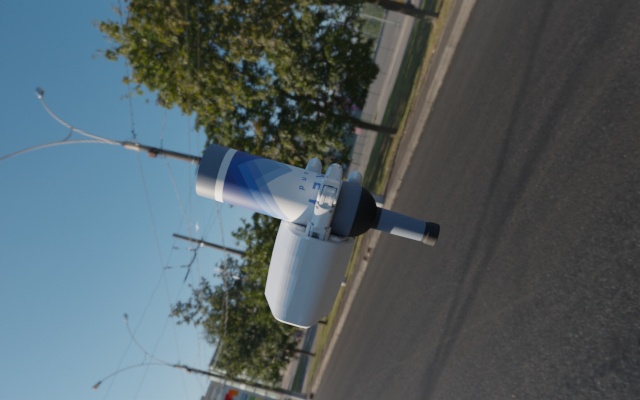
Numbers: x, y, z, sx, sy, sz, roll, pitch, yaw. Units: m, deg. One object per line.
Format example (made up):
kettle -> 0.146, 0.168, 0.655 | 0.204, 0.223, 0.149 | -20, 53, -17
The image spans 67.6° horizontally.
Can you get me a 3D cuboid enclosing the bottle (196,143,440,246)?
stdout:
bottle -> 0.000, 0.002, 0.586 | 0.296, 0.069, 0.069 | 16, 0, 1
